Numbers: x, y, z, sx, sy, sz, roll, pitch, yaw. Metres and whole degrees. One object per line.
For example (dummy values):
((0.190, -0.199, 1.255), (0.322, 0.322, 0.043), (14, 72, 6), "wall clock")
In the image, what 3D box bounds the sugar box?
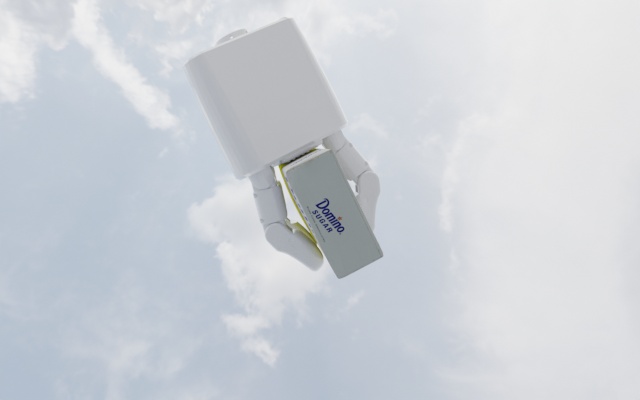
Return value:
((-0.001, 0.002, 0.433), (0.048, 0.093, 0.176), (-27, 8, -1), "sugar box")
